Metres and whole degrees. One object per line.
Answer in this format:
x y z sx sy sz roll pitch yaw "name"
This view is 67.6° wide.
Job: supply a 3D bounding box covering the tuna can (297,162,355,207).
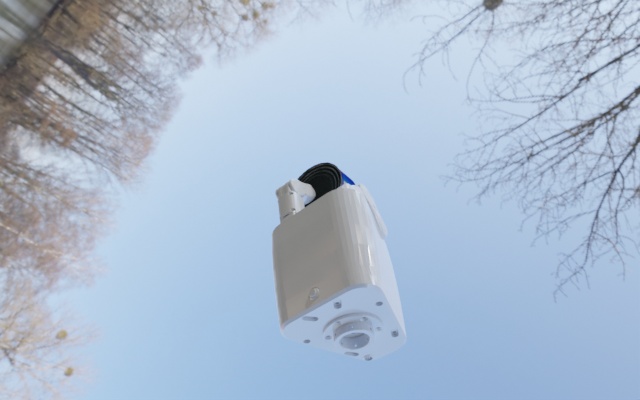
0.000 0.002 0.541 0.086 0.086 0.034 0 -28 47 "tuna can"
